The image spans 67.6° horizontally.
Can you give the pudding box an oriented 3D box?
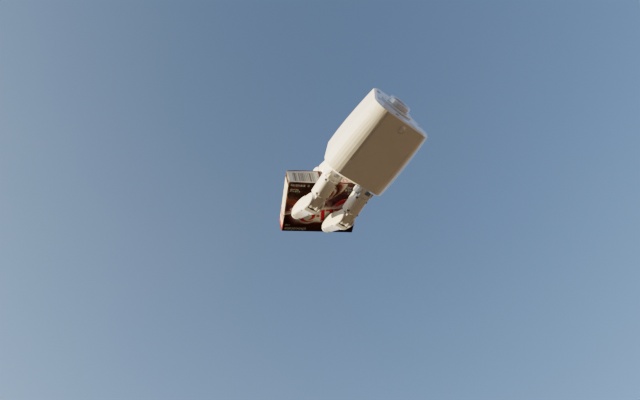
[{"bbox_3d":[0.000,0.002,0.705,0.113,0.090,0.039,3,35,-11],"label":"pudding box"}]
